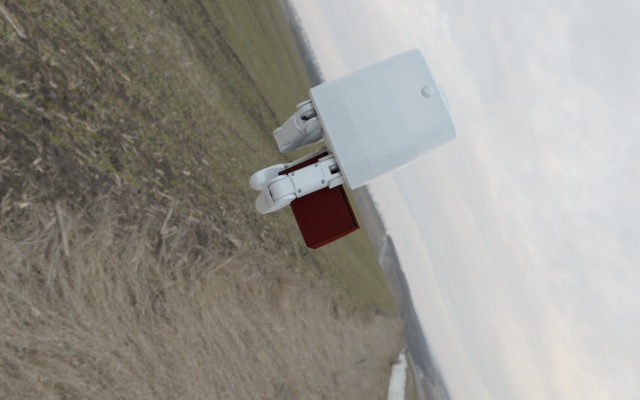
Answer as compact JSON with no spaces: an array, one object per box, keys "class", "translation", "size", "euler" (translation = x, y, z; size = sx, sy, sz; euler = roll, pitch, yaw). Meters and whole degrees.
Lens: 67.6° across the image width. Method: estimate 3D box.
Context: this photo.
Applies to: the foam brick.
[{"class":"foam brick","translation":[0.000,0.002,0.459],"size":[0.051,0.078,0.053],"euler":[-22,-8,4]}]
